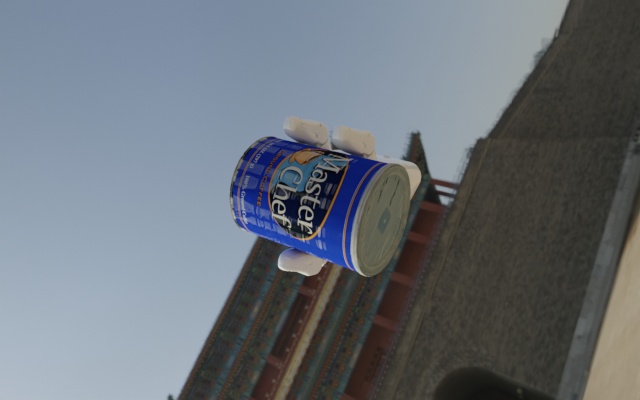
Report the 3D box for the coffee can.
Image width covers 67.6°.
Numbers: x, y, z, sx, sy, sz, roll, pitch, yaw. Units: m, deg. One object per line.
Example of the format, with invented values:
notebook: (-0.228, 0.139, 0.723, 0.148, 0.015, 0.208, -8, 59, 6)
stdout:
coffee can: (0.000, 0.002, 0.454, 0.140, 0.103, 0.103, 16, 8, 30)
